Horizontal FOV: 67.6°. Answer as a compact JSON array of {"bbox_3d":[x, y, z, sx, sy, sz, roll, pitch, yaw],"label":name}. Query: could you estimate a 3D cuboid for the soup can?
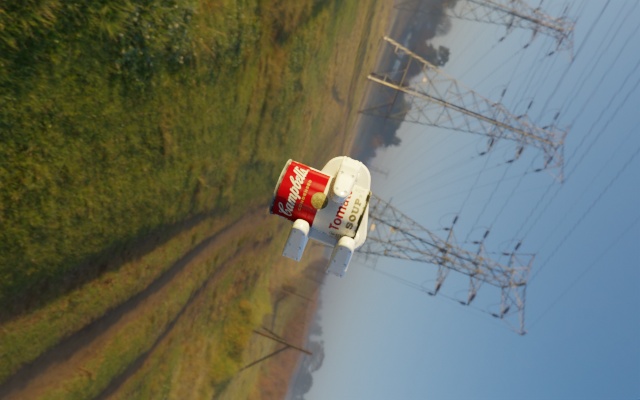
[{"bbox_3d":[0.000,0.002,0.554,0.102,0.068,0.068,21,1,2],"label":"soup can"}]
